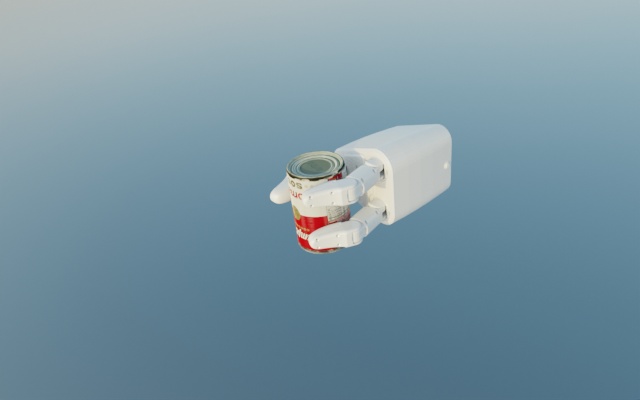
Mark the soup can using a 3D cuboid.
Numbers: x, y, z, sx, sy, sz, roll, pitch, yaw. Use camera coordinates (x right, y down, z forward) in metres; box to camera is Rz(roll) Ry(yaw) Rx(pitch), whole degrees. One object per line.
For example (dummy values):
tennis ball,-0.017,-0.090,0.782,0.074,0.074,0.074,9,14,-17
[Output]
soup can,0.000,0.002,0.558,0.068,0.102,0.068,-6,32,3
